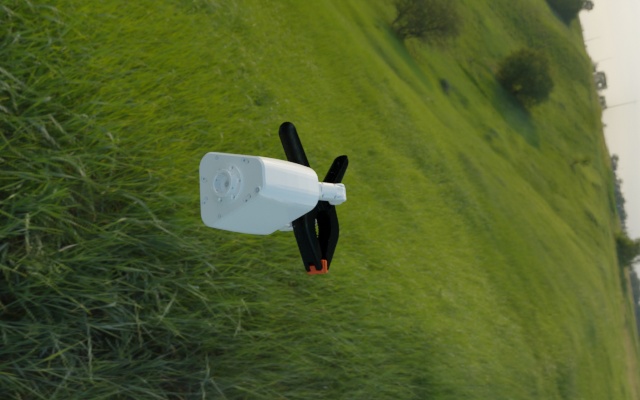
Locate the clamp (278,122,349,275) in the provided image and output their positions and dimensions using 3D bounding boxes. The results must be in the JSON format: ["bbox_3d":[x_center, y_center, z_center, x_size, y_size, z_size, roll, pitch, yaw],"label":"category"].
[{"bbox_3d":[0.001,0.003,0.703,0.036,0.210,0.164,-11,-12,33],"label":"clamp"}]
